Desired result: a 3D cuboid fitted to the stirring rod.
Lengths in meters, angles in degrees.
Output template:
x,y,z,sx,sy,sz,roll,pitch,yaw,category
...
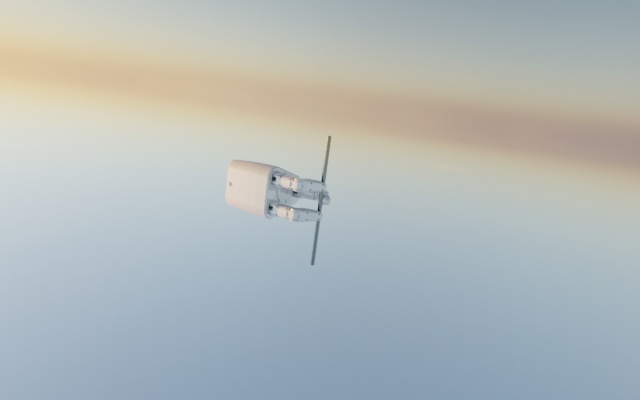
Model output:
x,y,z,sx,sy,sz,roll,pitch,yaw,category
0.000,0.003,0.867,0.011,0.239,0.011,7,11,-1,stirring rod
